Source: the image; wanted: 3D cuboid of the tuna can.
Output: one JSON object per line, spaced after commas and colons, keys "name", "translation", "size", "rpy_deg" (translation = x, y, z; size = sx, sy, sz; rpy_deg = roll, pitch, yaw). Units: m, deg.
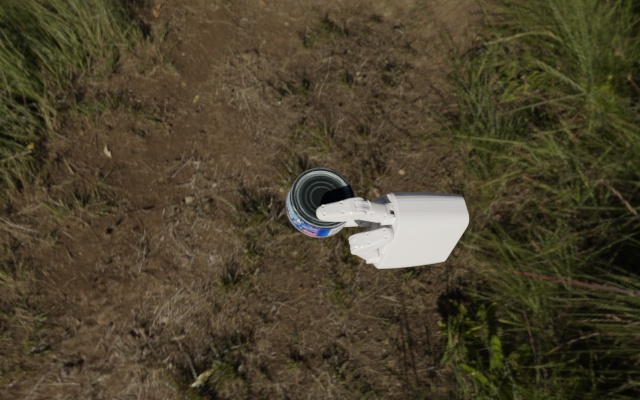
{"name": "tuna can", "translation": [0.000, 0.002, 0.612], "size": [0.086, 0.086, 0.034], "rpy_deg": [0, -23, -13]}
